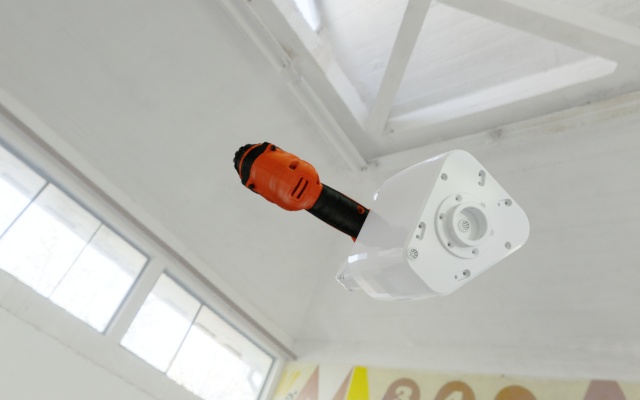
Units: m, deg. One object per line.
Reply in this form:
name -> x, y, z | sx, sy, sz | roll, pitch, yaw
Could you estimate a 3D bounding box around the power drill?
power drill -> 0.001, 0.002, 0.508 | 0.188, 0.057, 0.184 | 28, 2, -26
